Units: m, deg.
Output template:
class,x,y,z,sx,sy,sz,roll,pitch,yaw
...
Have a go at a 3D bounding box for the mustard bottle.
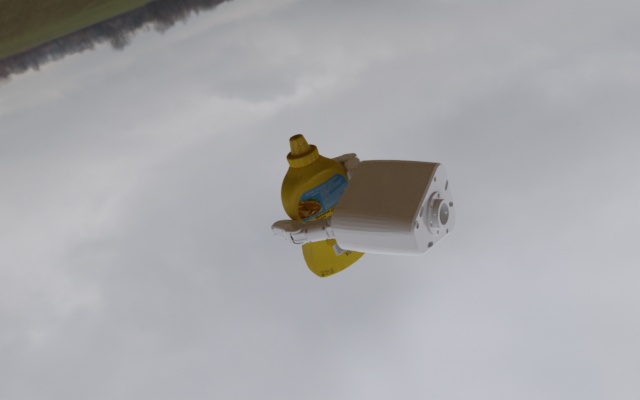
class,x,y,z,sx,sy,sz,roll,pitch,yaw
mustard bottle,0.000,0.002,0.628,0.096,0.192,0.058,-31,29,-19
